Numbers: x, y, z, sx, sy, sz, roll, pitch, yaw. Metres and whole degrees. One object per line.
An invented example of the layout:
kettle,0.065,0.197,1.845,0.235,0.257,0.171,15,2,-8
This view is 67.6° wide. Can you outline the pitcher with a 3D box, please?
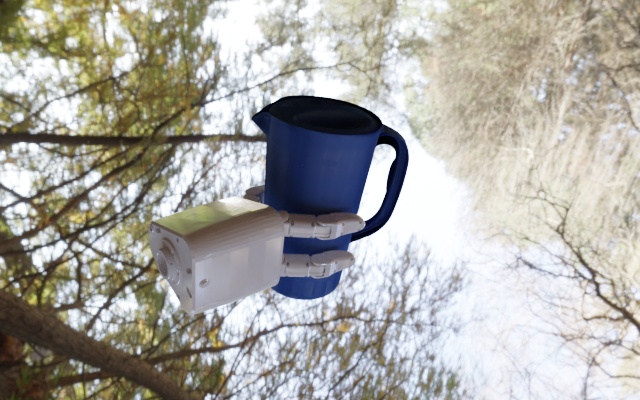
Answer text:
pitcher,0.000,0.002,0.595,0.145,0.243,0.149,-17,38,-39
